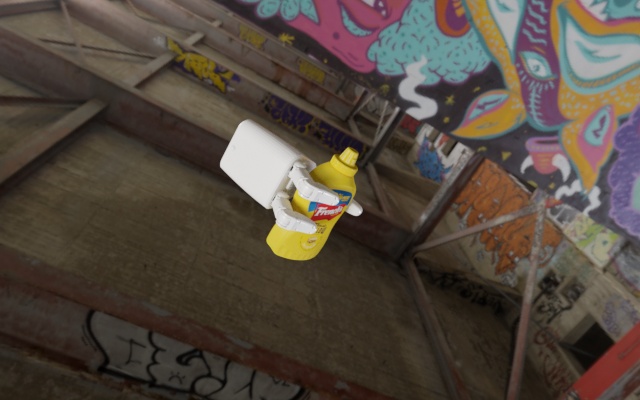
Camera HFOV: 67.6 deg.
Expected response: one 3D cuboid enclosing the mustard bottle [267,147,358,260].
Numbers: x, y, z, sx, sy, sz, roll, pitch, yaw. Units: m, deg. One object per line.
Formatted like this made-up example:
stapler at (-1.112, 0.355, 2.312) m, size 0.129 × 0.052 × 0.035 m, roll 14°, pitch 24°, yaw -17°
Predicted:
mustard bottle at (0.000, 0.003, 0.725) m, size 0.096 × 0.192 × 0.058 m, roll 10°, pitch 30°, yaw -44°
